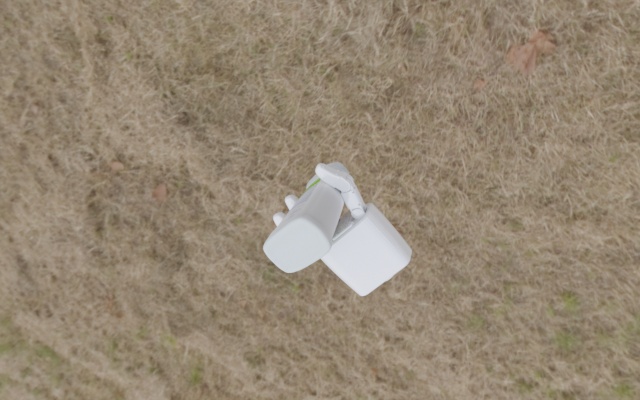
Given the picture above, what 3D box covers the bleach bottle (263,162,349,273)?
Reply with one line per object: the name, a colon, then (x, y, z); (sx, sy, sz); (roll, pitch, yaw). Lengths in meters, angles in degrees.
bleach bottle: (0.000, 0.002, 0.743); (0.102, 0.068, 0.250); (-36, 14, 33)
